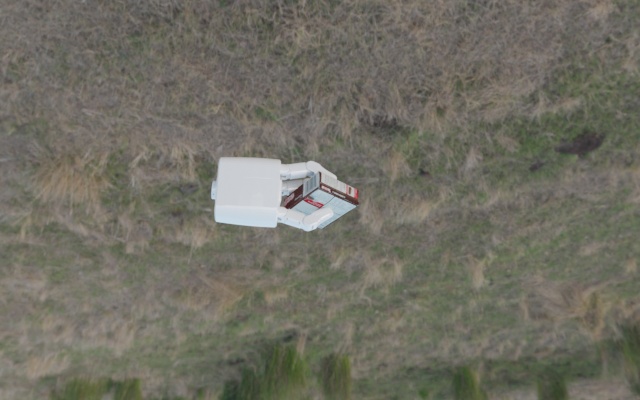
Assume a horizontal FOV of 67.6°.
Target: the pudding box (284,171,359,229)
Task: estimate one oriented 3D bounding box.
[{"bbox_3d":[0.000,0.003,0.855,0.090,0.039,0.113,23,-37,-29],"label":"pudding box"}]
